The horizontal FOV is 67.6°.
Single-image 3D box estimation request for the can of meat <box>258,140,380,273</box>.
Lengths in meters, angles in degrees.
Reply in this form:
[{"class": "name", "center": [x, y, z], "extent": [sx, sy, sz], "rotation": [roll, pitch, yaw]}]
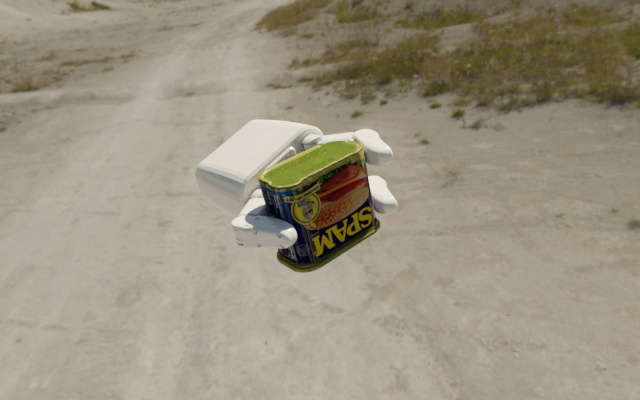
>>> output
[{"class": "can of meat", "center": [0.000, 0.001, 0.430], "extent": [0.102, 0.084, 0.057], "rotation": [-29, 30, -29]}]
